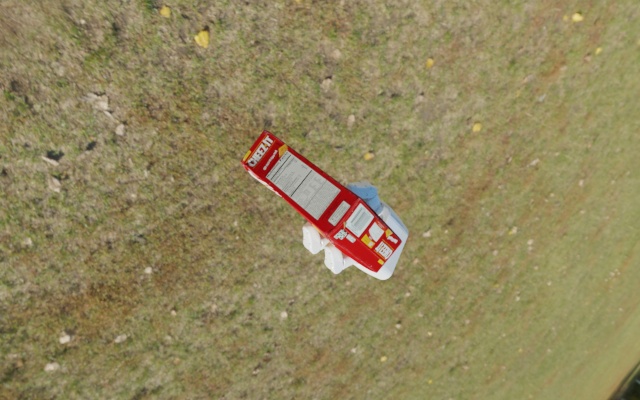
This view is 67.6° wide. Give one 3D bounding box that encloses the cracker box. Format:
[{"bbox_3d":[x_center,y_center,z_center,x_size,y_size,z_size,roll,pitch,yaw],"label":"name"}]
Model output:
[{"bbox_3d":[0.000,0.002,0.708,0.213,0.072,0.164,38,-2,37],"label":"cracker box"}]
